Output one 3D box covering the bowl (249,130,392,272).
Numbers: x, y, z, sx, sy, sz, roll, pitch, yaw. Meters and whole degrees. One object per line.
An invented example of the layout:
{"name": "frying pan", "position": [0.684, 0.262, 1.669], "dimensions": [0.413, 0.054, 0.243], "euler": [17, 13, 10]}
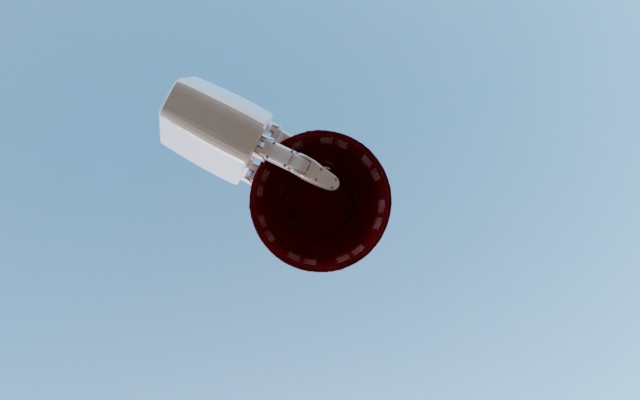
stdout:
{"name": "bowl", "position": [0.001, 0.003, 0.564], "dimensions": [0.162, 0.162, 0.055], "euler": [0, -4, 0]}
